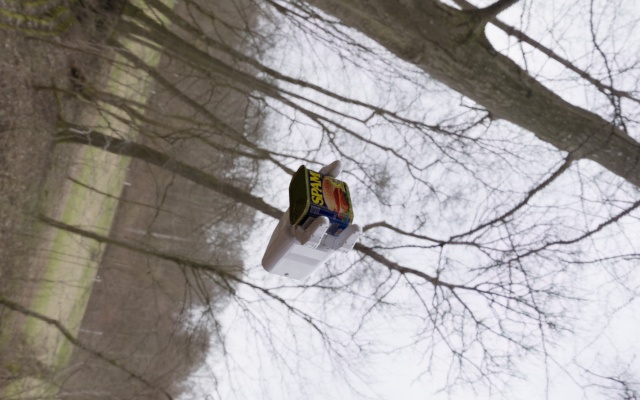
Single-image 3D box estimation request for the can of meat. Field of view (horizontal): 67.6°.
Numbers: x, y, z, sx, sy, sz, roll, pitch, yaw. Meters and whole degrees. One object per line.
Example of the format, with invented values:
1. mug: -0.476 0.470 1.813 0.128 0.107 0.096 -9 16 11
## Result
1. can of meat: 0.000 0.002 0.747 0.084 0.102 0.057 19 -49 -24
